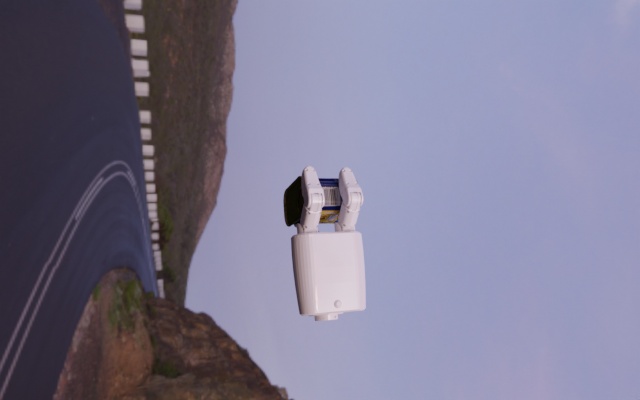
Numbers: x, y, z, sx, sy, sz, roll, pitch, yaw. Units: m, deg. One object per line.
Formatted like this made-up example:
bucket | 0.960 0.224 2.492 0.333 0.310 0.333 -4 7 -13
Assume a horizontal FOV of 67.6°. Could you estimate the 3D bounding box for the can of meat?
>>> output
can of meat | 0.000 0.002 0.693 0.084 0.057 0.102 0 -15 -20
